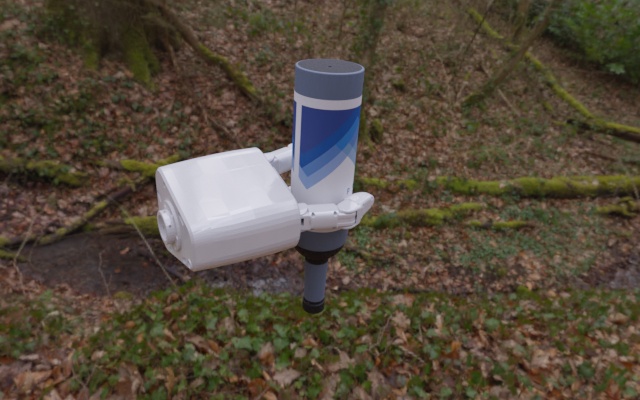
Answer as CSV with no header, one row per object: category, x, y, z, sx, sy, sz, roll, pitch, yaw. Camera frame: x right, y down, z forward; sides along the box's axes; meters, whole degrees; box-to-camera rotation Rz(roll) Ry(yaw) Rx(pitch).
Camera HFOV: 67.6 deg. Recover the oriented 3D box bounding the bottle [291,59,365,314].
bottle,0.000,0.001,0.524,0.069,0.296,0.069,3,28,-2
